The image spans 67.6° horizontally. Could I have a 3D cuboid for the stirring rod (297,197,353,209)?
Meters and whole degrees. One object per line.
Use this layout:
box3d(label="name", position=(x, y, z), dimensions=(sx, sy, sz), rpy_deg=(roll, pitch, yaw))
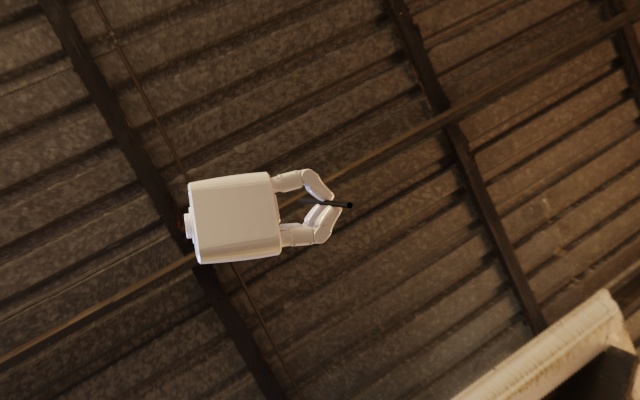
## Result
box3d(label="stirring rod", position=(0.000, 0.002, 0.693), dimensions=(0.011, 0.011, 0.239), rpy_deg=(0, 2, -17))
